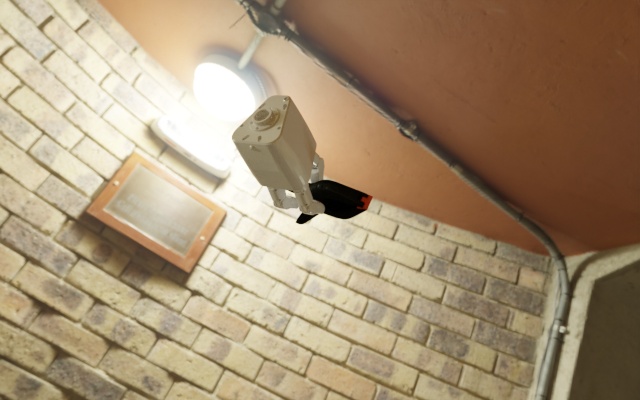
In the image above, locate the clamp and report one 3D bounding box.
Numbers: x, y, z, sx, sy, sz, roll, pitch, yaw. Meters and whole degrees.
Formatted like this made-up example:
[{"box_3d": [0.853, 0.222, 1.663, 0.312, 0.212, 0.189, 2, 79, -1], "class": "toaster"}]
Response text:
[{"box_3d": [0.001, 0.002, 0.861, 0.210, 0.036, 0.165, 9, -32, 31], "class": "clamp"}]
